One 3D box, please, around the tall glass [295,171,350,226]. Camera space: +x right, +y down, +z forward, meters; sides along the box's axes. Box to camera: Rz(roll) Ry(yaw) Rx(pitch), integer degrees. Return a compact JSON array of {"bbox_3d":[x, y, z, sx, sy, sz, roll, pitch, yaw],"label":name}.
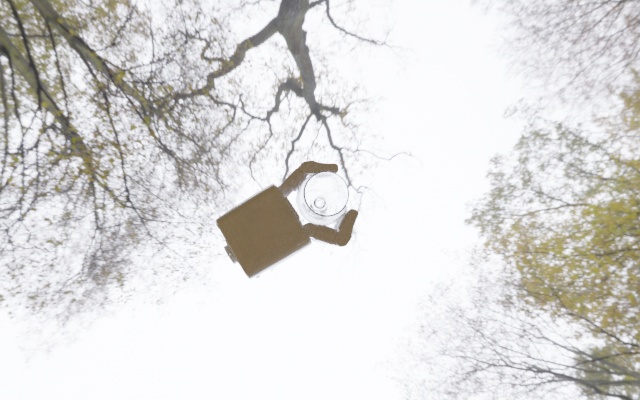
[{"bbox_3d":[0.000,0.002,0.736,0.079,0.079,0.201,0,-7,-5],"label":"tall glass"}]
